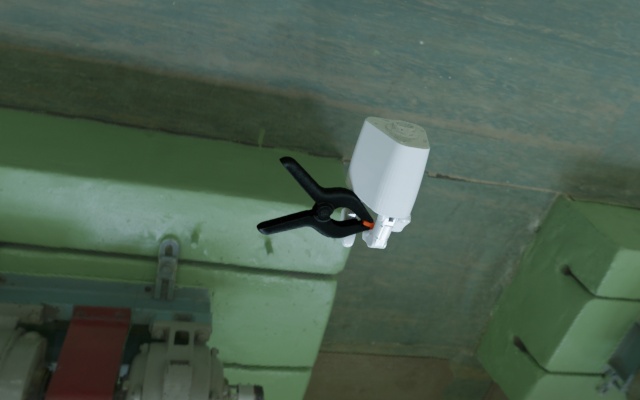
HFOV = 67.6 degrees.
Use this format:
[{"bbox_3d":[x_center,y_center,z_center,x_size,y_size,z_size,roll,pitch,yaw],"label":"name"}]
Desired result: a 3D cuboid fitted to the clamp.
[{"bbox_3d":[0.000,0.003,0.692,0.171,0.120,0.039,6,27,-15],"label":"clamp"}]
